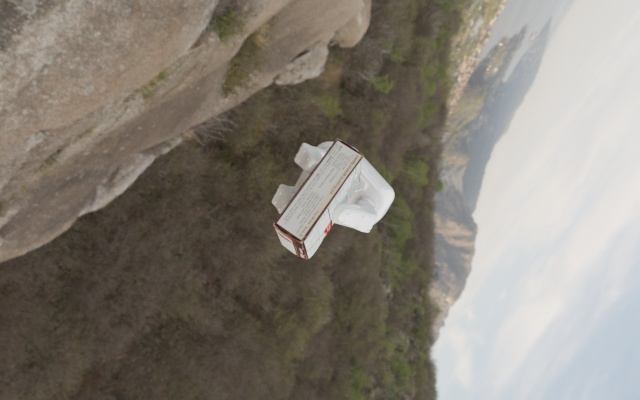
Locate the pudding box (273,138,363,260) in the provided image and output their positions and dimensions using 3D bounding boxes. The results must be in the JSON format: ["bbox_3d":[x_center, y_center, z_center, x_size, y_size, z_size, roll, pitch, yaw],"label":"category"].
[{"bbox_3d":[0.000,0.002,0.505,0.039,0.113,0.090,31,-15,12],"label":"pudding box"}]
